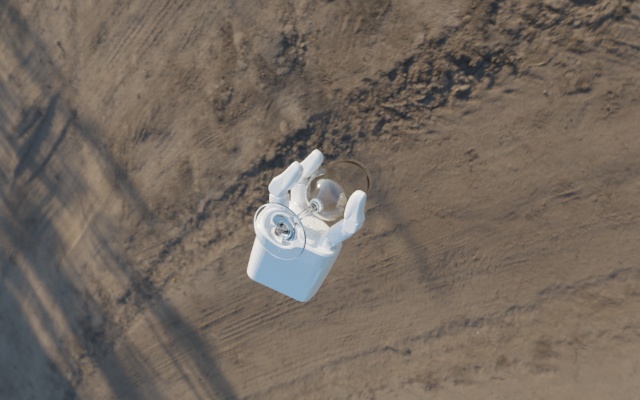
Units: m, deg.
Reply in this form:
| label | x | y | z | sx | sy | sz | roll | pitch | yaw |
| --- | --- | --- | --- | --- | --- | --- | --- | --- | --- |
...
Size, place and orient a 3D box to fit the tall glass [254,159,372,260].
| label | x | y | z | sx | sy | sz | roll | pitch | yaw |
| --- | --- | --- | --- | --- | --- | --- | --- | --- | --- |
| tall glass | 0.000 | 0.002 | 0.642 | 0.079 | 0.079 | 0.201 | 0 | 21 | 32 |
